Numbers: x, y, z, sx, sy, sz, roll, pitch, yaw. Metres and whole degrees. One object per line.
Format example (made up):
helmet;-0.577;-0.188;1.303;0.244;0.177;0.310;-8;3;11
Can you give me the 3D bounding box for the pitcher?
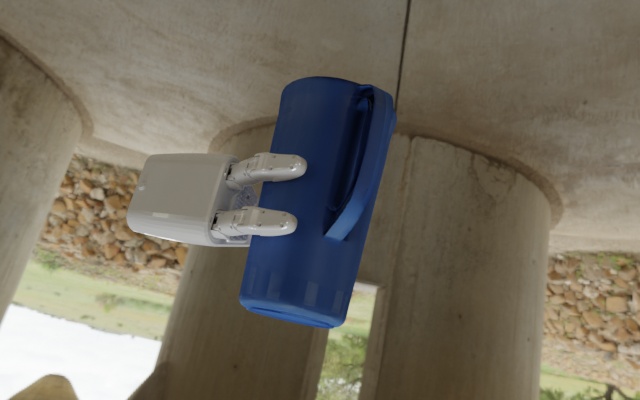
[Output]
pitcher;0.000;0.002;0.496;0.145;0.242;0.149;6;-19;19
